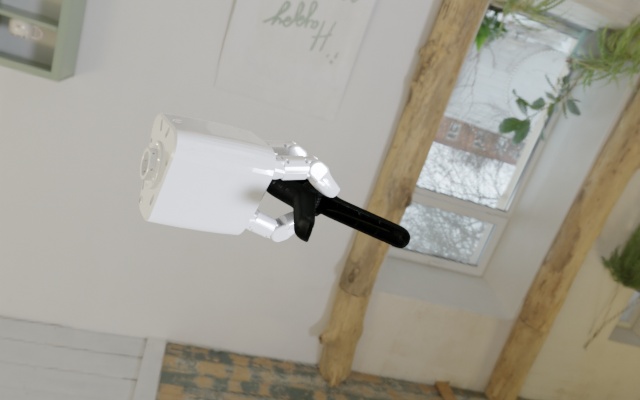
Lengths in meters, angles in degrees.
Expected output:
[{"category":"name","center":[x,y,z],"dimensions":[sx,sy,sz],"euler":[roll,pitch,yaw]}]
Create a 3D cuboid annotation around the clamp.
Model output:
[{"category":"clamp","center":[-0.001,0.002,0.582],"dimensions":[0.164,0.036,0.210],"euler":[12,17,-35]}]
